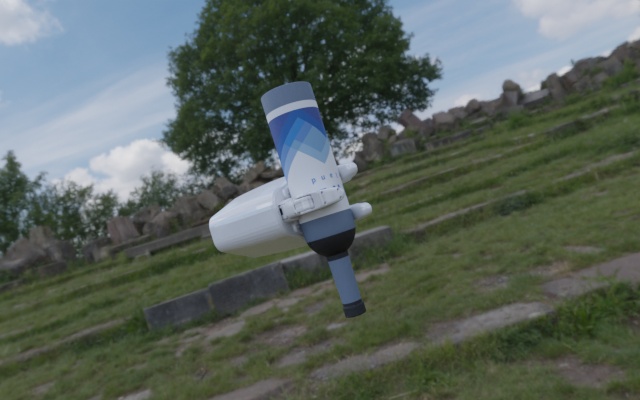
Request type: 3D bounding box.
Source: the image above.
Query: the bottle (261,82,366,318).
[{"bbox_3d":[0.000,0.002,0.602,0.069,0.295,0.069,-18,-2,-1],"label":"bottle"}]
